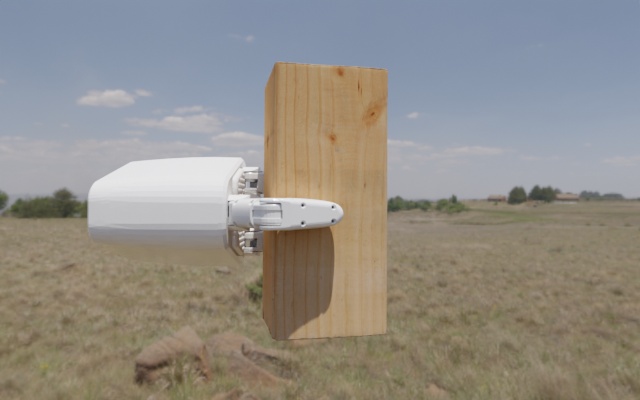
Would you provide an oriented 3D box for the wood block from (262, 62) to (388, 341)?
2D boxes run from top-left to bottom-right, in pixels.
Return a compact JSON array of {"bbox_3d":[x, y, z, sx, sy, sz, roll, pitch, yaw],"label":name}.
[{"bbox_3d":[0.000,0.001,0.401,0.090,0.206,0.091,0,0,-12],"label":"wood block"}]
